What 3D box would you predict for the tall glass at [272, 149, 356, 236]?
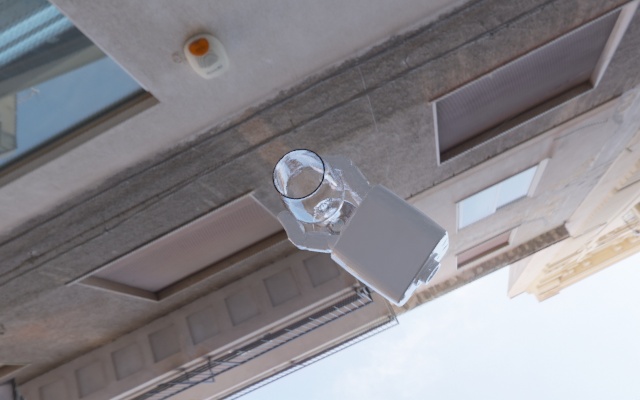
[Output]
[{"bbox_3d":[0.000,0.002,0.623,0.079,0.079,0.201,0,-19,16],"label":"tall glass"}]
